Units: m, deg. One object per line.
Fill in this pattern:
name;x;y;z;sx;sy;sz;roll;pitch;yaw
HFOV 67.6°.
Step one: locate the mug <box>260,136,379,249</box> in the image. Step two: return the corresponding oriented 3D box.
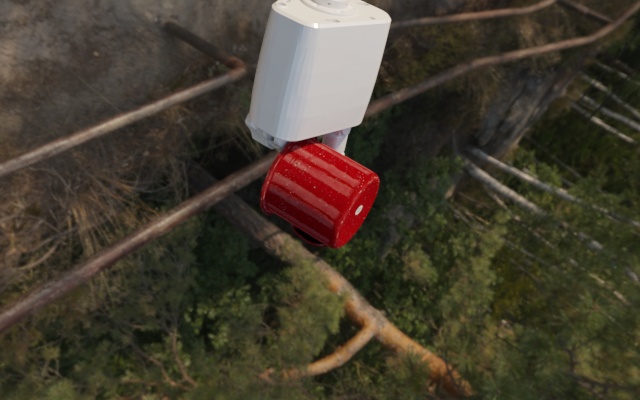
mug;0.000;0.003;0.465;0.081;0.117;0.093;31;43;17
